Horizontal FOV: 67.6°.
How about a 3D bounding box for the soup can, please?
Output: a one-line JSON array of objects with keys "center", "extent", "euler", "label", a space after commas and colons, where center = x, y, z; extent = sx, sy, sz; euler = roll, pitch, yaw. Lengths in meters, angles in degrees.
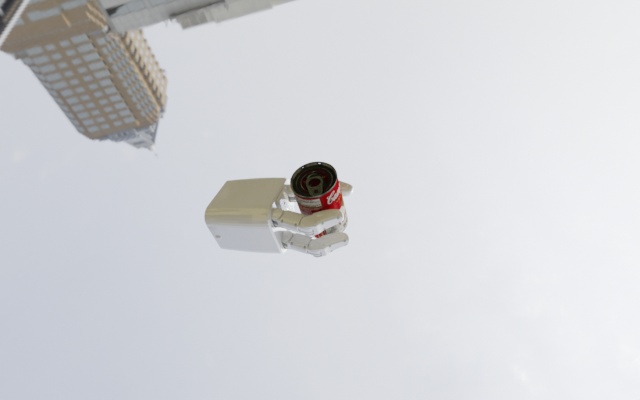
[{"center": [0.001, 0.002, 0.702], "extent": [0.068, 0.068, 0.102], "euler": [0, -40, 15], "label": "soup can"}]
